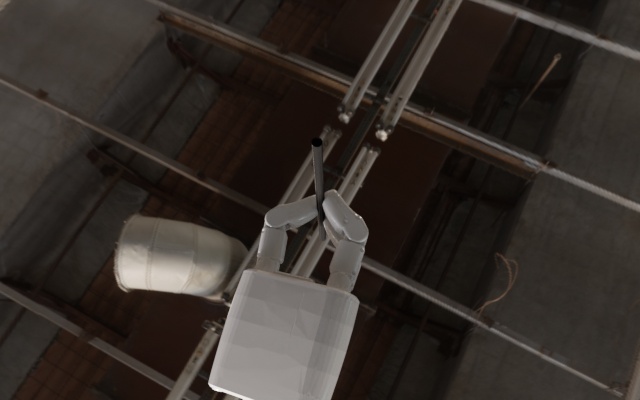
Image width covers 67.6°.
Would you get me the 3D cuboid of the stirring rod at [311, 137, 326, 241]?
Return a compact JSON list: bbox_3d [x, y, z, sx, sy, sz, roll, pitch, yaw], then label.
[{"bbox_3d":[0.000,0.001,0.449,0.011,0.011,0.240,0,-21,1],"label":"stirring rod"}]
